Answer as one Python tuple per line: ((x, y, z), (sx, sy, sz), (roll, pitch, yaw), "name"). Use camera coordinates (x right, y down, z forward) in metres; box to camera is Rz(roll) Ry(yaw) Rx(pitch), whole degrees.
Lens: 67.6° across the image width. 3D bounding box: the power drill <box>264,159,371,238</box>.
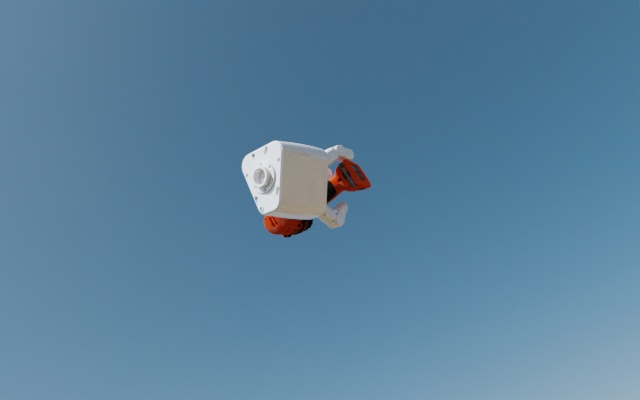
((0.000, 0.003, 0.885), (0.188, 0.057, 0.184), (-36, -9, 13), "power drill")
